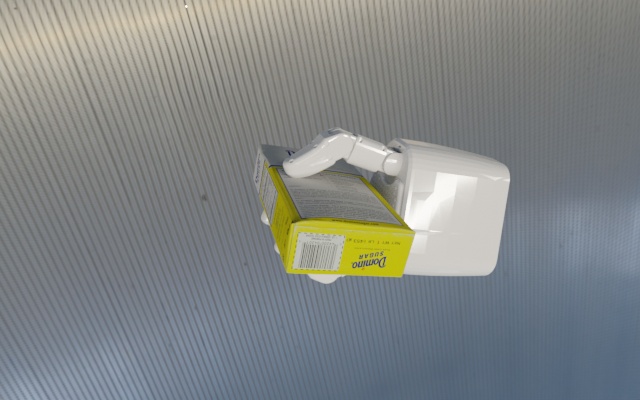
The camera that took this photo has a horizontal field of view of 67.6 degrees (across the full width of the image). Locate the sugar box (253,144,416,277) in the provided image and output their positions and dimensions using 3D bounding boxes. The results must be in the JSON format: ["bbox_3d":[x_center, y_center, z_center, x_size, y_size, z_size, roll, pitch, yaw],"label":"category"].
[{"bbox_3d":[0.000,0.002,0.411,0.093,0.048,0.176,6,20,-17],"label":"sugar box"}]
